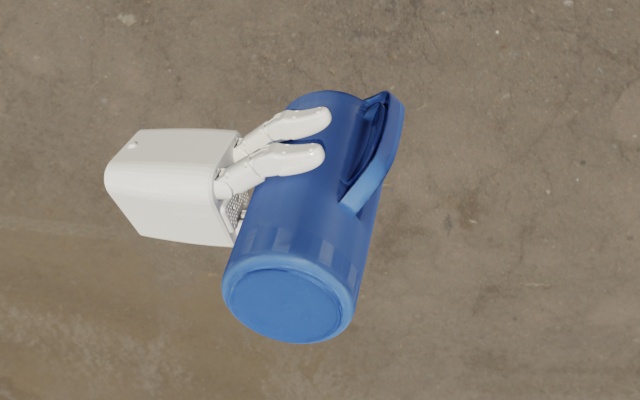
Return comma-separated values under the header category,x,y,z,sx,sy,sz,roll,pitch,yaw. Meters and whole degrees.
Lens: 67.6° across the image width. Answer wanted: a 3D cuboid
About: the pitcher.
category,x,y,z,sx,sy,sz,roll,pitch,yaw
pitcher,0.000,0.002,0.453,0.145,0.149,0.242,4,40,10
